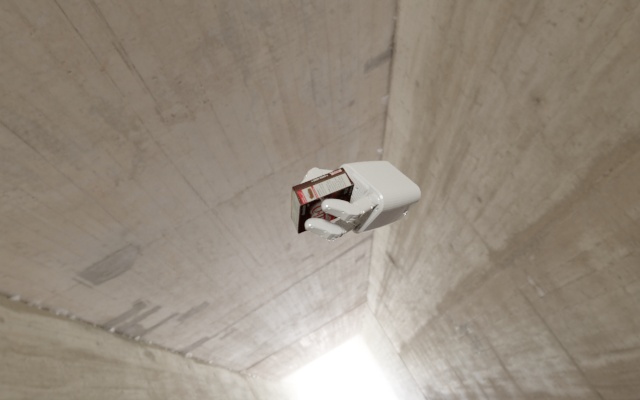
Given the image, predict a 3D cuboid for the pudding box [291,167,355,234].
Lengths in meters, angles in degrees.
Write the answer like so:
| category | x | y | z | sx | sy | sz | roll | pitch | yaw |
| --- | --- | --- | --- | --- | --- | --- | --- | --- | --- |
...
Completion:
| category | x | y | z | sx | sy | sz | roll | pitch | yaw |
| --- | --- | --- | --- | --- | --- | --- | --- | --- | --- |
| pudding box | 0.000 | 0.002 | 0.748 | 0.090 | 0.039 | 0.114 | -23 | -24 | -14 |
